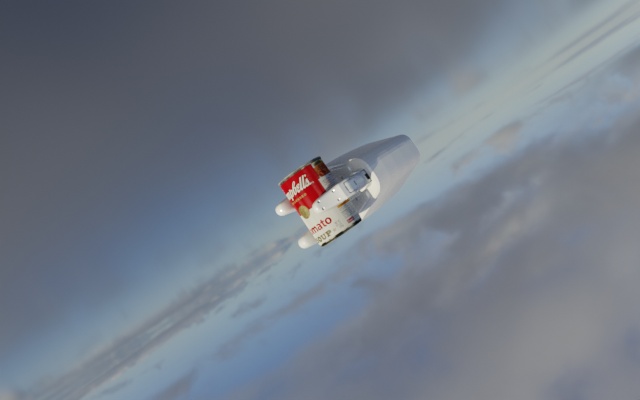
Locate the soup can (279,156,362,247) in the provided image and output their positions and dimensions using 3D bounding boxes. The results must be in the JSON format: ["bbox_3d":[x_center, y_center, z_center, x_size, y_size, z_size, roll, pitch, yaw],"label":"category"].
[{"bbox_3d":[0.000,0.003,0.636,0.068,0.102,0.068,-34,-2,-1],"label":"soup can"}]
